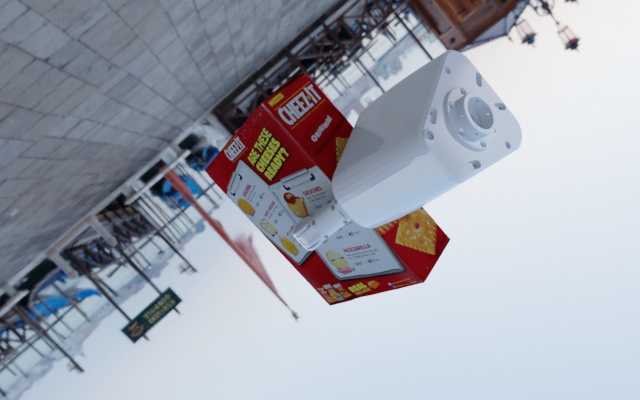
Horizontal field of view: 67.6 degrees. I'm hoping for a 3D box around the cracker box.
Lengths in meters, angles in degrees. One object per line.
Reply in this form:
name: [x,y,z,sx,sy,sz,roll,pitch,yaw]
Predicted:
cracker box: [0.000,0.002,0.492,0.072,0.214,0.164,-47,9,-35]
